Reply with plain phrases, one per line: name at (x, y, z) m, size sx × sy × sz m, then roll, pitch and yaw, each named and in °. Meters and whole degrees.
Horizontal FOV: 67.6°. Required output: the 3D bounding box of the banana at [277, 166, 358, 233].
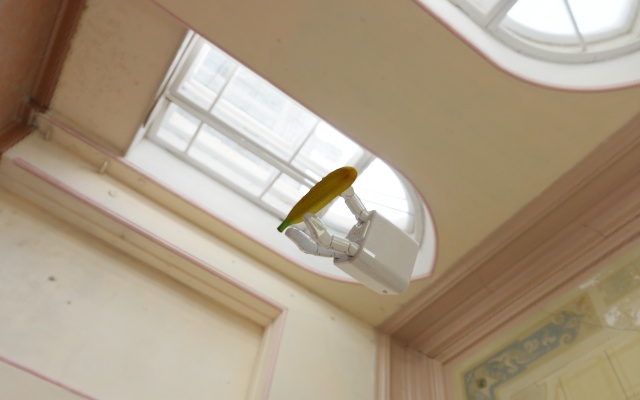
banana at (0.004, -0.008, 0.756) m, size 0.198 × 0.037 × 0.069 m, roll -40°, pitch 15°, yaw 42°
